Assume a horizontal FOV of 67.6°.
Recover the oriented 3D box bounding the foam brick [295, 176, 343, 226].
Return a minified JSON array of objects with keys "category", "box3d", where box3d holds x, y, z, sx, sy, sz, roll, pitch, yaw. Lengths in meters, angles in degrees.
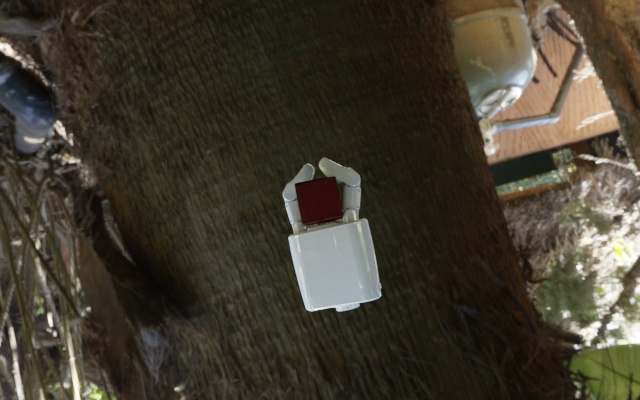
[{"category":"foam brick","box3d":[0.000,0.002,0.618,0.053,0.051,0.078,-11,-5,3]}]
